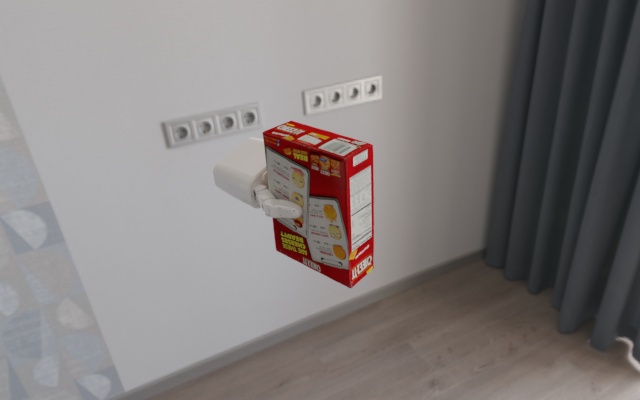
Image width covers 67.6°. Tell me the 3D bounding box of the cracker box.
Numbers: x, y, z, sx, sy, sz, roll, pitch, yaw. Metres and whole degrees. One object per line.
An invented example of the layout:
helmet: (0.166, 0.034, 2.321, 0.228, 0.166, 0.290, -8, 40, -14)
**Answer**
cracker box: (0.000, 0.002, 0.720, 0.164, 0.214, 0.072, 22, 38, 38)
